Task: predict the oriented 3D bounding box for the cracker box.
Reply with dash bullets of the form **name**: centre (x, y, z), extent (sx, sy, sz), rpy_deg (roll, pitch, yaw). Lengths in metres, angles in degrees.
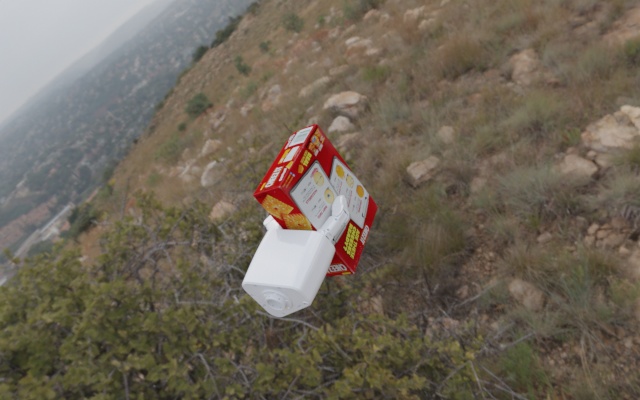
- **cracker box**: centre (0.000, 0.003, 0.829), extent (0.072, 0.164, 0.214), rpy_deg (-14, -53, 38)
